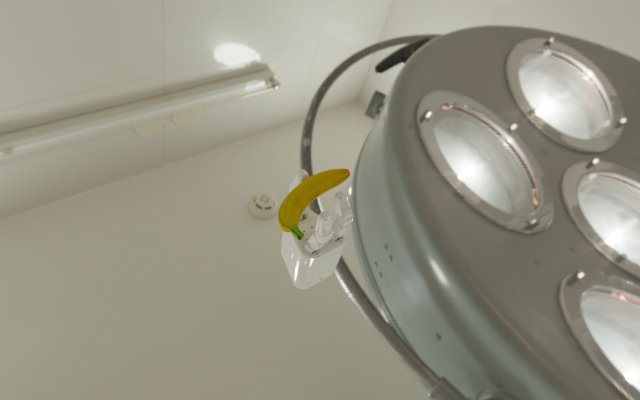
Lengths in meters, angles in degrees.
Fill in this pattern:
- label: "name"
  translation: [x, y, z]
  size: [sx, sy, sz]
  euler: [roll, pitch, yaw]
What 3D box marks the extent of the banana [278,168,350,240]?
- label: "banana"
  translation: [-0.018, -0.003, 0.790]
  size: [0.069, 0.037, 0.197]
  euler: [23, 44, 14]
